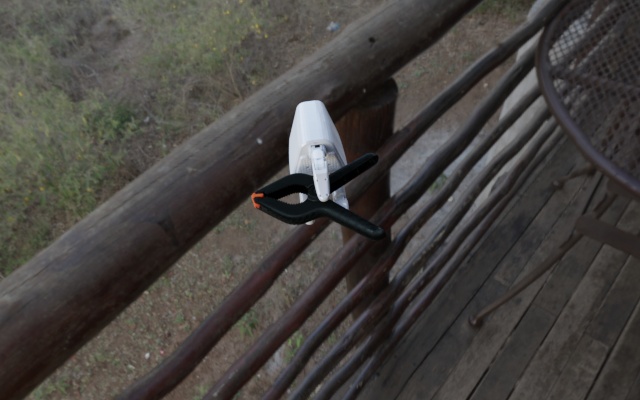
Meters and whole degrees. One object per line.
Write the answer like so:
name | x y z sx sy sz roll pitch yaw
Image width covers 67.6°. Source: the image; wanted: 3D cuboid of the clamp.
clamp | -0.001 0.002 0.738 0.210 0.164 0.036 -8 -39 0
